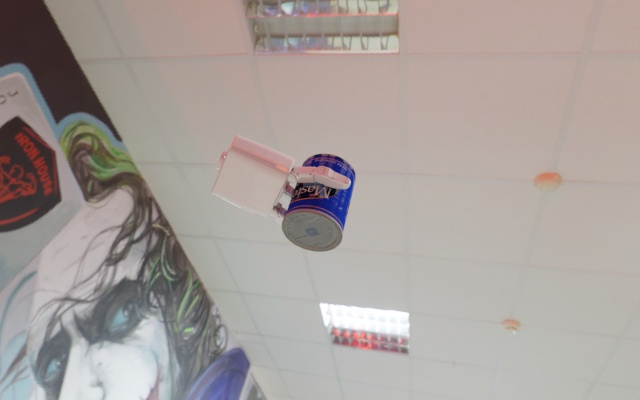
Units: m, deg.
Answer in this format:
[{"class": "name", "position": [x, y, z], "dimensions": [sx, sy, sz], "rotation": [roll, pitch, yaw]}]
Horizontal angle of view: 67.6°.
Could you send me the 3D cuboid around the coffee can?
[{"class": "coffee can", "position": [0.000, 0.003, 0.827], "dimensions": [0.103, 0.140, 0.103], "rotation": [9, -42, 8]}]
